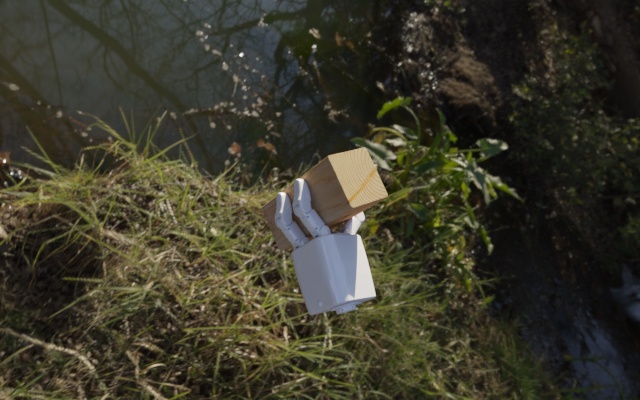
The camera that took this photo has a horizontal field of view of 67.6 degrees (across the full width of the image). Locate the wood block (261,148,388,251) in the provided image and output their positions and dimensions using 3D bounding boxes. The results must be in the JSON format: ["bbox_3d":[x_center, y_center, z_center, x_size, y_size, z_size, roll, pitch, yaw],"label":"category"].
[{"bbox_3d":[0.001,0.003,0.803,0.091,0.090,0.206,-16,-12,-42],"label":"wood block"}]
